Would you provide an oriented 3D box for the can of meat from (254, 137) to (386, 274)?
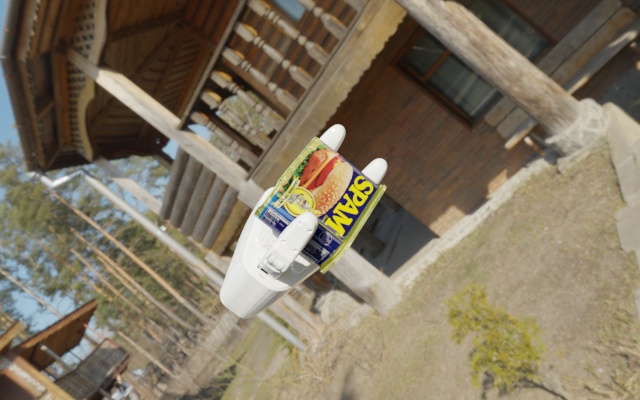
[{"bbox_3d":[0.000,0.001,0.447,0.084,0.102,0.057,38,-35,-2],"label":"can of meat"}]
